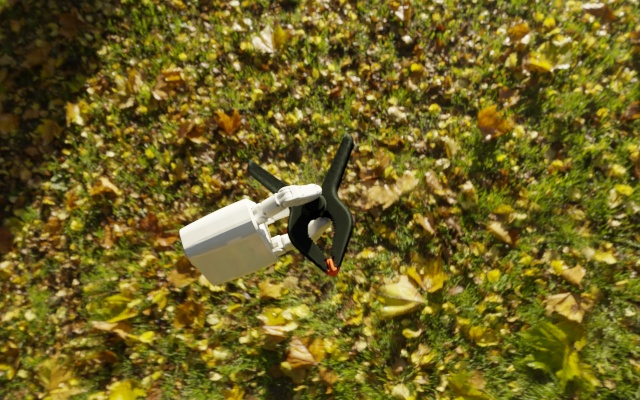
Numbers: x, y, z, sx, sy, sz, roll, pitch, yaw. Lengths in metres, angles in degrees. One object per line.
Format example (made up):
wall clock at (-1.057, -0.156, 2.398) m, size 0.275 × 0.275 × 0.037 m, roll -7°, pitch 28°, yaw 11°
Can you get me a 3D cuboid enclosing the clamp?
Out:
clamp at (0.000, 0.002, 0.684) m, size 0.164 × 0.210 × 0.036 m, roll -23°, pitch -22°, yaw -1°
